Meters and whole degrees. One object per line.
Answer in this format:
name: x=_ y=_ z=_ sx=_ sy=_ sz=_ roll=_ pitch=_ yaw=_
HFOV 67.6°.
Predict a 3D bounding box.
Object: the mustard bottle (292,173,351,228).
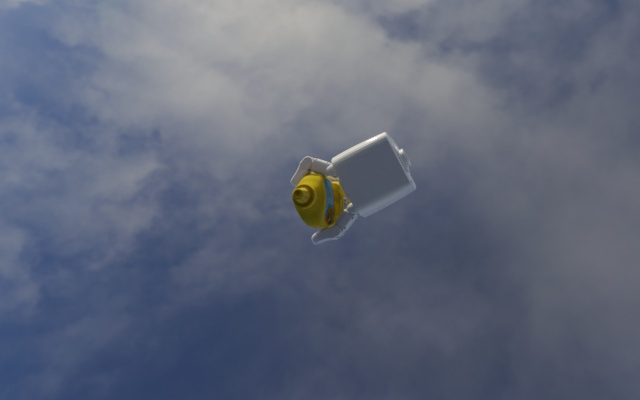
mustard bottle: x=0.000 y=0.003 z=0.852 sx=0.058 sy=0.096 sz=0.191 roll=-2 pitch=-9 yaw=22
